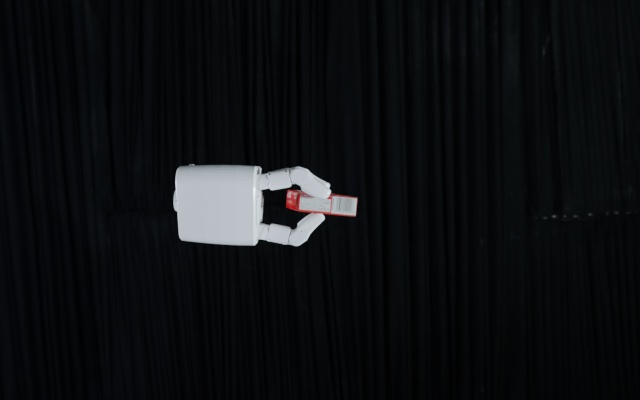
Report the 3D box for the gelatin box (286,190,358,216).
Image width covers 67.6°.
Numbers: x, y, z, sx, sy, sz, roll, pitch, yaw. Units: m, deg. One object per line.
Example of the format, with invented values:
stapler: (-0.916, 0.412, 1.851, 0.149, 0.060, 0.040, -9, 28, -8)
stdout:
gelatin box: (0.000, 0.003, 0.694, 0.089, 0.030, 0.073, 6, 2, -15)
